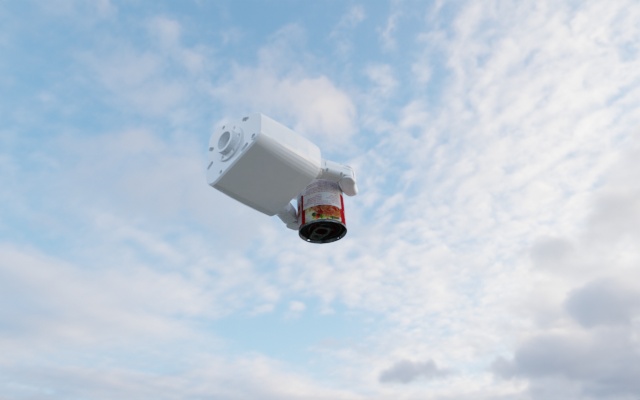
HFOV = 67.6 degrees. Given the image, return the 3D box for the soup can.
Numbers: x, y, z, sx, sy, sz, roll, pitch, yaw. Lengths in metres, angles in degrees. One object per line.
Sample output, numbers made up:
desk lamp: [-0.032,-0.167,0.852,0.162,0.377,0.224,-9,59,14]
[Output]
soup can: [0.001,0.002,0.686,0.068,0.102,0.068,-3,-32,-2]
